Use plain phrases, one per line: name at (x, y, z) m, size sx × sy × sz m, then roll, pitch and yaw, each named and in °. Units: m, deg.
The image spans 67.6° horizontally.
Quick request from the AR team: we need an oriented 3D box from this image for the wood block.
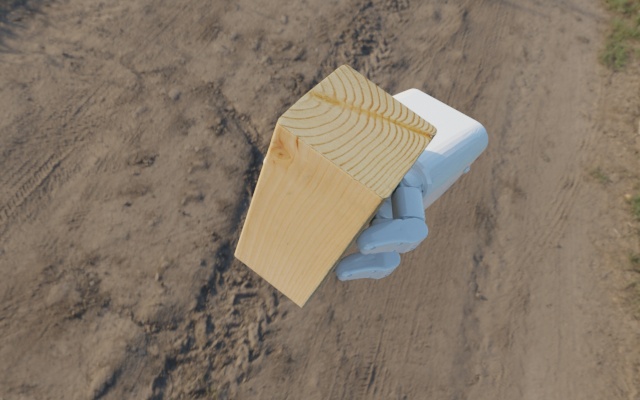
wood block at (0.000, 0.001, 0.415) m, size 0.091 × 0.090 × 0.206 m, roll 37°, pitch -36°, yaw 6°
